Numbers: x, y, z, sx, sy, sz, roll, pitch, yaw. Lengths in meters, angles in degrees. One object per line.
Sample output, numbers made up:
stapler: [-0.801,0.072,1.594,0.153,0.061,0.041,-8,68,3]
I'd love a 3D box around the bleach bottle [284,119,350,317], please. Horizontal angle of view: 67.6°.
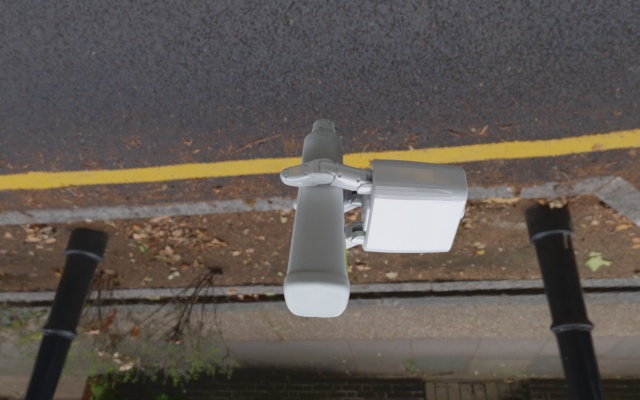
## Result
bleach bottle: [0.000,0.002,0.565,0.068,0.250,0.103,2,-32,0]
